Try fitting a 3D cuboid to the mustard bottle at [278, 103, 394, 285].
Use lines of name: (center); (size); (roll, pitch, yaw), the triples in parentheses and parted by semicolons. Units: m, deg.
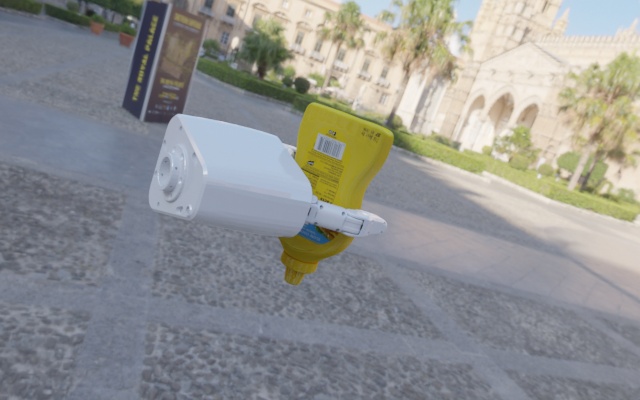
mustard bottle: (0.000, 0.001, 0.506); (0.096, 0.192, 0.058); (25, 13, 24)
